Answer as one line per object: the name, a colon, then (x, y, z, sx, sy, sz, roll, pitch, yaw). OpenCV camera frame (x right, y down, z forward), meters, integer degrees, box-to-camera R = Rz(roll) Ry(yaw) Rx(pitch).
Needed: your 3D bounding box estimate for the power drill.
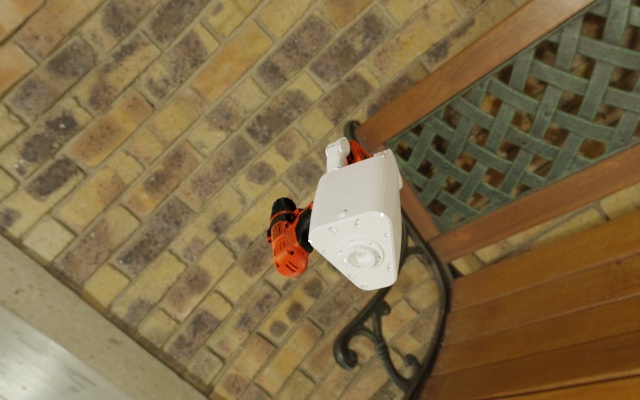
power drill: (0.000, 0.002, 0.682, 0.057, 0.188, 0.184, 39, 16, -25)
